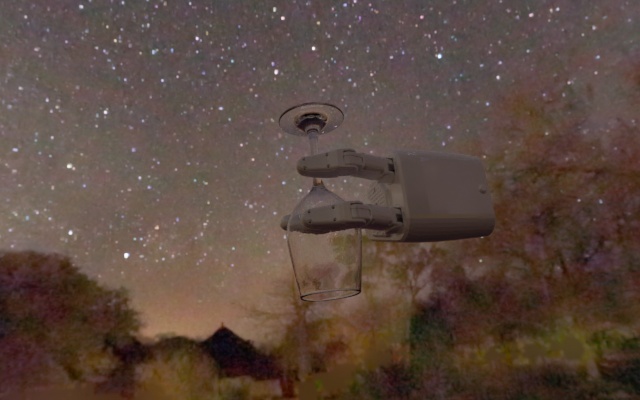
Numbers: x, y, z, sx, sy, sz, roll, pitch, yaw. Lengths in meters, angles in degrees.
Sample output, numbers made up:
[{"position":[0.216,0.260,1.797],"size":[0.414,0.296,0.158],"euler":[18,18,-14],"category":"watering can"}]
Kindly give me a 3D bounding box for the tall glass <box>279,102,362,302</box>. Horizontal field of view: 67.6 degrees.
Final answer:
[{"position":[0.000,0.001,0.508],"size":[0.079,0.201,0.079],"euler":[-5,-19,-2],"category":"tall glass"}]
